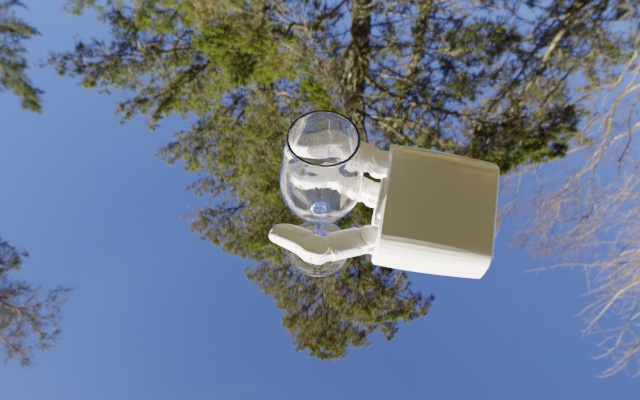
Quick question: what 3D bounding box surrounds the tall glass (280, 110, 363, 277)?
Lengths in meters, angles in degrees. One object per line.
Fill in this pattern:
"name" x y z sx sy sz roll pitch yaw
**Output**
"tall glass" 0.000 0.002 0.479 0.079 0.079 0.201 0 -33 -1
